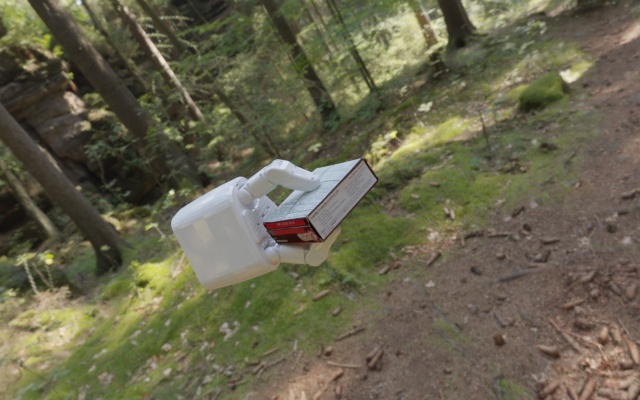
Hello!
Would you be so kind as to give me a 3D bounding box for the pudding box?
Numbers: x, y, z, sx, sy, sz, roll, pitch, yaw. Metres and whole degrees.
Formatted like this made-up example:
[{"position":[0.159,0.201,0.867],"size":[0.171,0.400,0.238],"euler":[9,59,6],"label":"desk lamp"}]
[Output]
[{"position":[0.000,0.002,0.545],"size":[0.090,0.039,0.113],"euler":[-7,34,52],"label":"pudding box"}]
